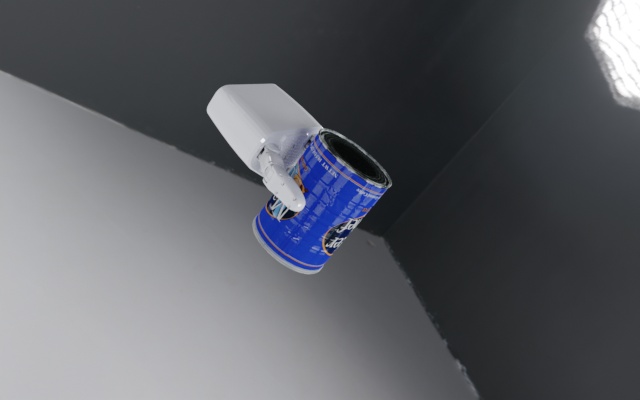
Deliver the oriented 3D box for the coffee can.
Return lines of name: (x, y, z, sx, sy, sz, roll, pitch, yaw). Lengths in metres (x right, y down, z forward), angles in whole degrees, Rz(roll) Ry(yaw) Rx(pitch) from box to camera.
coffee can: (0.000, 0.002, 0.562, 0.103, 0.140, 0.102, 33, 21, -15)
